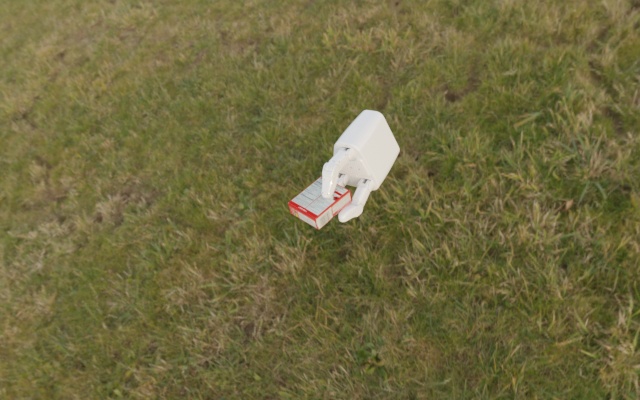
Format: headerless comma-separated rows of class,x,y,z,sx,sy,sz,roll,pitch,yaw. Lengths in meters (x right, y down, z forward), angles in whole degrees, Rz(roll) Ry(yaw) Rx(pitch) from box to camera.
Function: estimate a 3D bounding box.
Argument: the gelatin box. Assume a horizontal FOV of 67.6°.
gelatin box,0.000,0.003,0.840,0.089,0.030,0.073,-39,47,-26
